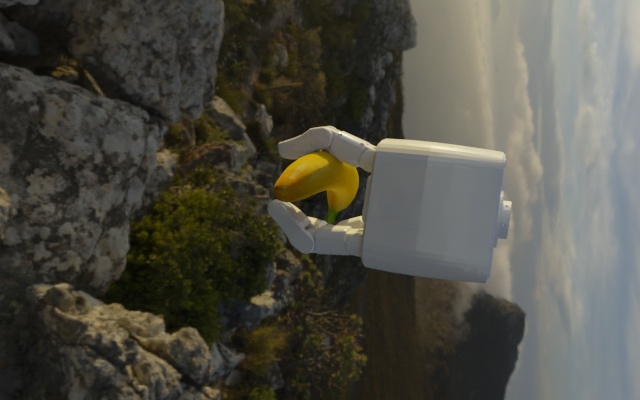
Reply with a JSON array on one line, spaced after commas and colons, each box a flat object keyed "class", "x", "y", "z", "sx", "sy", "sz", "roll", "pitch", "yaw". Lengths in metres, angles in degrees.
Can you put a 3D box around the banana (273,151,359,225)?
[{"class": "banana", "x": 0.007, "y": -0.015, "z": 0.473, "sx": 0.037, "sy": 0.069, "sz": 0.198, "roll": 18, "pitch": -5, "yaw": 18}]
